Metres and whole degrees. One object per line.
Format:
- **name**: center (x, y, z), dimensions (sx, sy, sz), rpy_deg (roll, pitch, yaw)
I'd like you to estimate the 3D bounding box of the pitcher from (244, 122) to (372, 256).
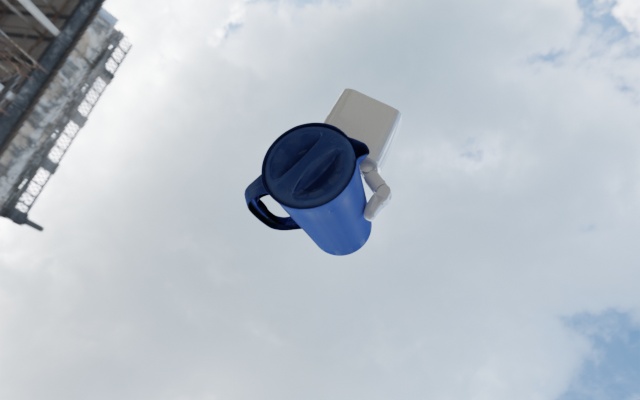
- **pitcher**: center (0.000, 0.002, 0.739), dimensions (0.149, 0.145, 0.243), rpy_deg (20, -19, 23)
